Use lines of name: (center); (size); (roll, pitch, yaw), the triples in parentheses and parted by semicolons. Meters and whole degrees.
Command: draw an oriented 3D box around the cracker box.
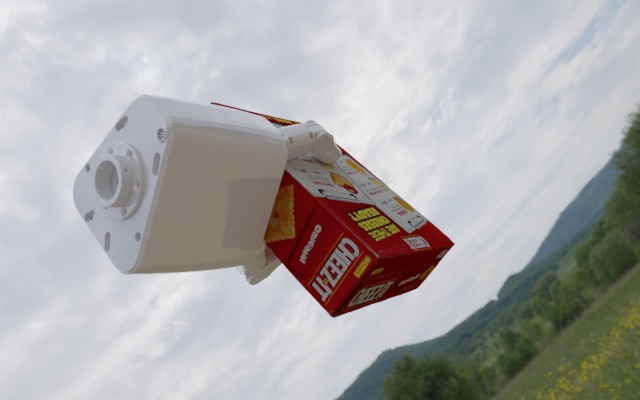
cracker box: (0.000, 0.001, 0.453); (0.213, 0.072, 0.164); (44, 23, 27)
